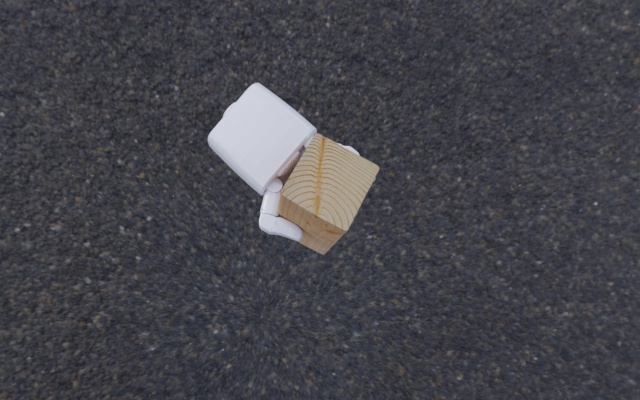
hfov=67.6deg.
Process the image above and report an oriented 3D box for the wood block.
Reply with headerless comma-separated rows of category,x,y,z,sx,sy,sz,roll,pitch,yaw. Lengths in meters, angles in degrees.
wood block,0.000,0.002,0.650,0.090,0.090,0.206,29,-15,1
